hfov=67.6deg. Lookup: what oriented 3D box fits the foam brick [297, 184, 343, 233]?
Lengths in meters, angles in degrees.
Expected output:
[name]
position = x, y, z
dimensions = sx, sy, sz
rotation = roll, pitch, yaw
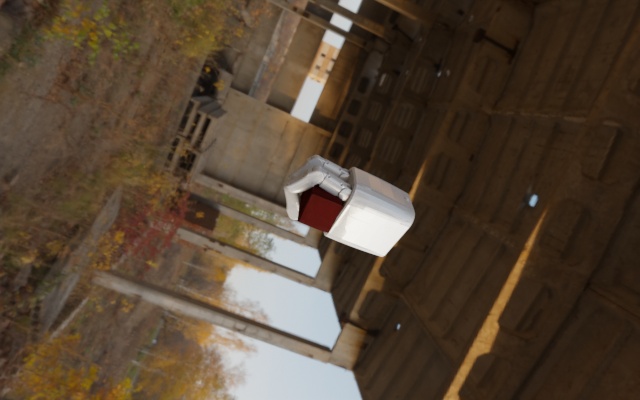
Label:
[foam brick]
position = 0.000, 0.003, 0.723
dimensions = 0.051, 0.053, 0.078
rotation = 23, 25, -11
